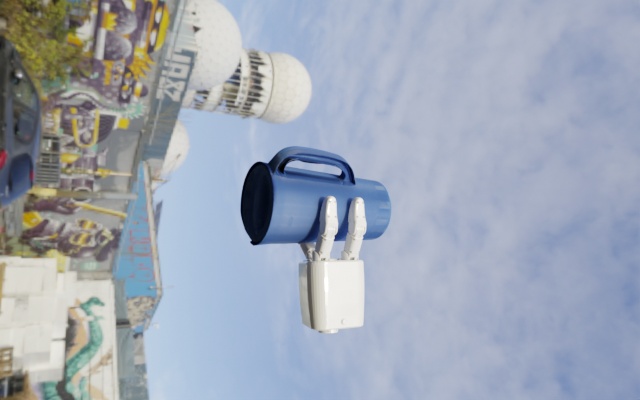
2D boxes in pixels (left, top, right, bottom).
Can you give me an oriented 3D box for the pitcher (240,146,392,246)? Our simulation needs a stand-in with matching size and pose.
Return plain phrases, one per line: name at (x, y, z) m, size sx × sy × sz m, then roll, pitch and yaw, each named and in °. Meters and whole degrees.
pitcher at (0.000, 0.003, 0.801) m, size 0.243 × 0.145 × 0.149 m, roll 3°, pitch -11°, yaw -30°
